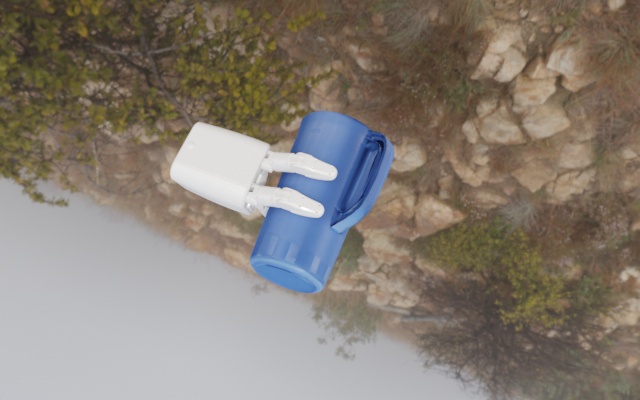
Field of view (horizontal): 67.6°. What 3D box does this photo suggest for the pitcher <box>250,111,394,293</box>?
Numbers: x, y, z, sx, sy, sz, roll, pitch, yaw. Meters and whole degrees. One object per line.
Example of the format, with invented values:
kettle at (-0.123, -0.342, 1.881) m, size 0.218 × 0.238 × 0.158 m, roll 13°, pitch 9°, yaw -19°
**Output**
pitcher at (0.000, 0.002, 0.678) m, size 0.145 × 0.242 × 0.149 m, roll 21°, pitch -24°, yaw 2°
